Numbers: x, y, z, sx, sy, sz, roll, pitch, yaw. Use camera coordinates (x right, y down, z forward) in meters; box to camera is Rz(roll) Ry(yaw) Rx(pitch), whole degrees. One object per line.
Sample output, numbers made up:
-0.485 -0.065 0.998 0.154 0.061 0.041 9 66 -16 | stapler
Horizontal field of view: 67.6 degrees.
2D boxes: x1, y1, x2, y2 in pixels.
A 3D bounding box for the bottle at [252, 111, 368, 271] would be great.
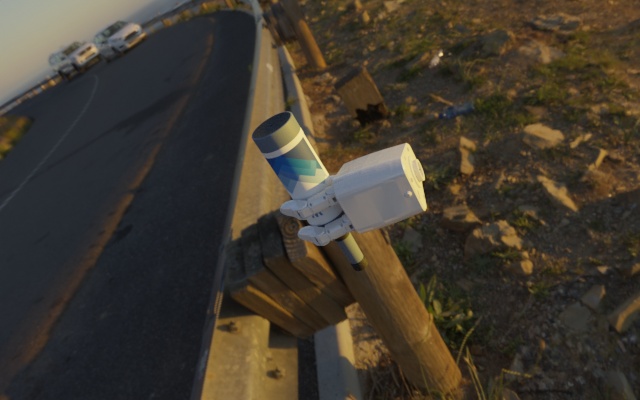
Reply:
0.000 0.002 0.742 0.069 0.296 0.069 -24 31 15 | bottle
